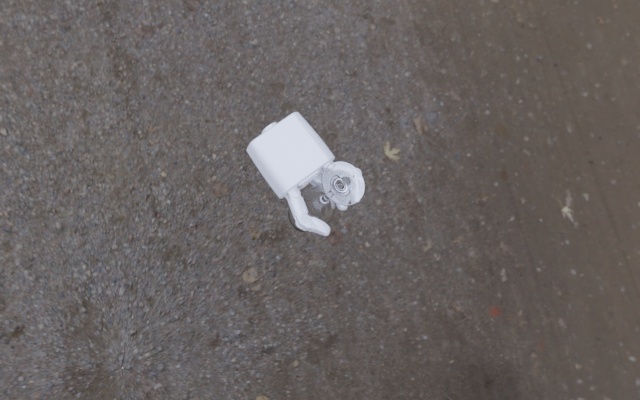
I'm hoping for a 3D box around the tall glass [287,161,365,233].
[{"bbox_3d":[0.000,0.003,0.837,0.079,0.079,0.201,0,-18,-22],"label":"tall glass"}]
